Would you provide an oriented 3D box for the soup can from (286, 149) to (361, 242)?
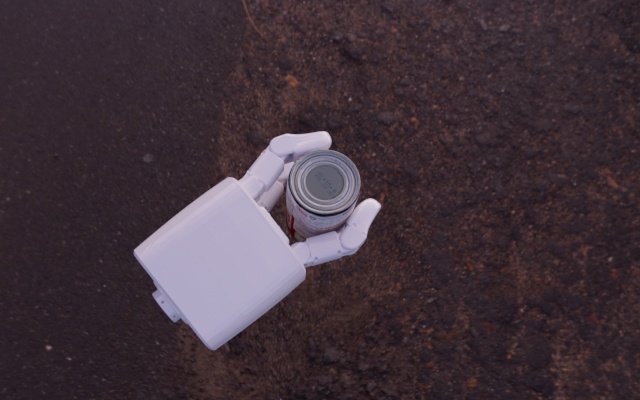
[{"bbox_3d":[0.001,0.001,0.474,0.068,0.068,0.102,0,-22,-5],"label":"soup can"}]
